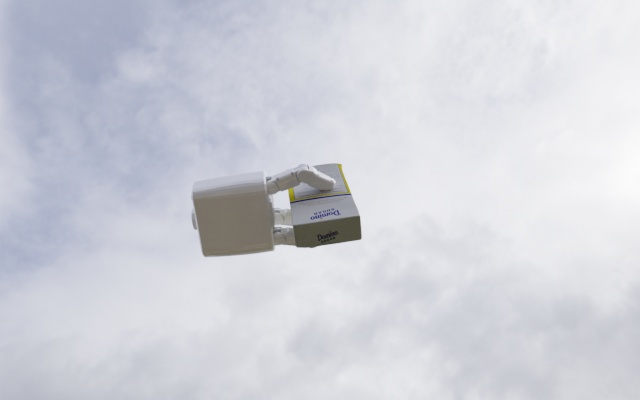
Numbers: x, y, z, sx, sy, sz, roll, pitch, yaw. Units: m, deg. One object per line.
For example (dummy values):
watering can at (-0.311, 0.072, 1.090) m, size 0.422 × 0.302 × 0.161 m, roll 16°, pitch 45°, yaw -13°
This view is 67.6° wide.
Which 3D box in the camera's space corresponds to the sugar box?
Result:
sugar box at (0.000, 0.003, 0.709) m, size 0.093 × 0.048 × 0.176 m, roll -8°, pitch 31°, yaw -2°
